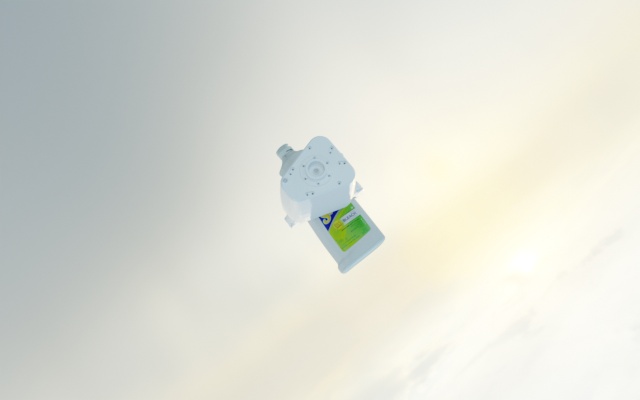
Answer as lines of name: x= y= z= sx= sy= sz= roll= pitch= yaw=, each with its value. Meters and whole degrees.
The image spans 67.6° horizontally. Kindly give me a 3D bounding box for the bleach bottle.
bleach bottle: x=0.000 y=0.003 z=0.854 sx=0.102 sy=0.250 sz=0.068 roll=-37 pitch=-13 yaw=-13
